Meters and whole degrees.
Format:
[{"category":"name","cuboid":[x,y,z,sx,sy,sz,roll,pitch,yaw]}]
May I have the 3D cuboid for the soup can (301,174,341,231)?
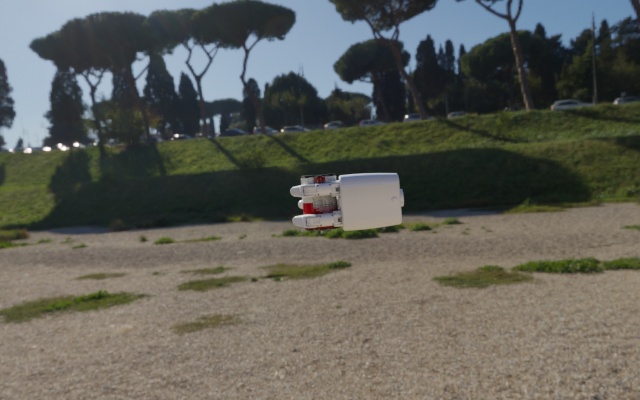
[{"category":"soup can","cuboid":[0.000,0.003,0.893,0.068,0.102,0.068,-5,3,0]}]
